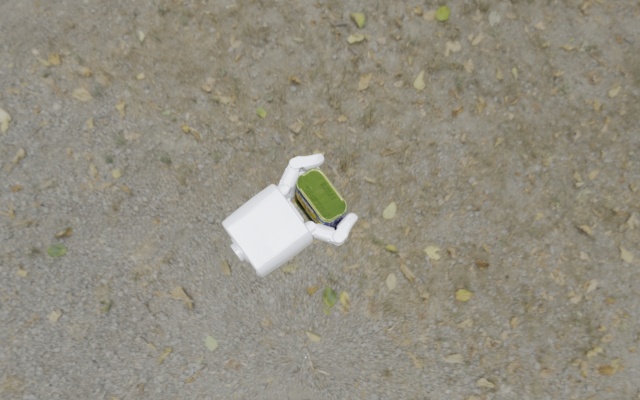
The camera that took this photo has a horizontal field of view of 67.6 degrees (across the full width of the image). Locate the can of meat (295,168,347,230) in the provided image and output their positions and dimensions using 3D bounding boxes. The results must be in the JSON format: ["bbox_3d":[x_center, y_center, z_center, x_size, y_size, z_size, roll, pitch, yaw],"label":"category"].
[{"bbox_3d":[0.000,0.003,0.814,0.057,0.102,0.084,-35,-14,-12],"label":"can of meat"}]
